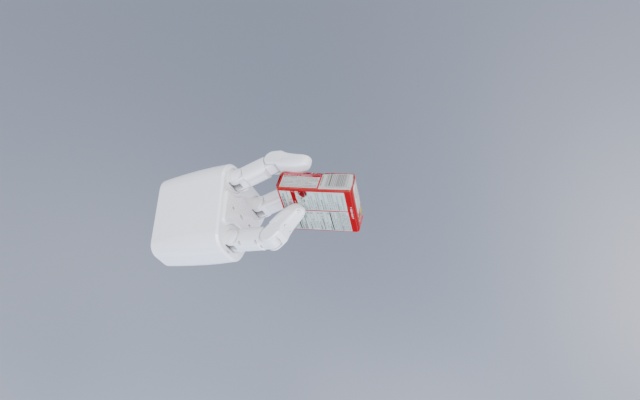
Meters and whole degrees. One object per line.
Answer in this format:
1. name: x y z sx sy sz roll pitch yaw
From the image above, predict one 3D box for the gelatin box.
1. gelatin box: 0.000 0.002 0.554 0.089 0.030 0.073 2 -41 17
